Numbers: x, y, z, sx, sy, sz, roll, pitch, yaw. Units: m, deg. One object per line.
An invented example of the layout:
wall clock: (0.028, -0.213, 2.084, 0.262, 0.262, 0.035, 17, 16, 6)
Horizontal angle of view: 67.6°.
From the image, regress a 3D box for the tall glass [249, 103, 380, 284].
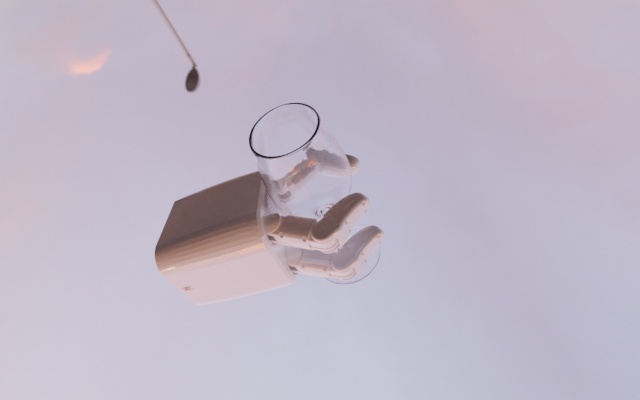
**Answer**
tall glass: (0.000, 0.002, 0.459, 0.079, 0.079, 0.201, 0, -36, 22)
